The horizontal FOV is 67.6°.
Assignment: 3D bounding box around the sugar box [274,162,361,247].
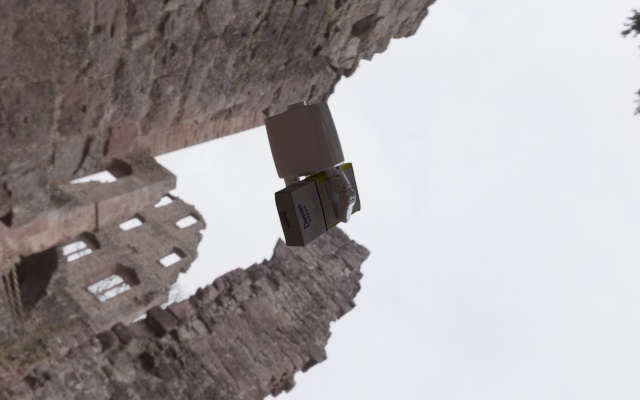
[{"bbox_3d":[0.000,0.002,0.804,0.048,0.093,0.176,-2,16,41],"label":"sugar box"}]
